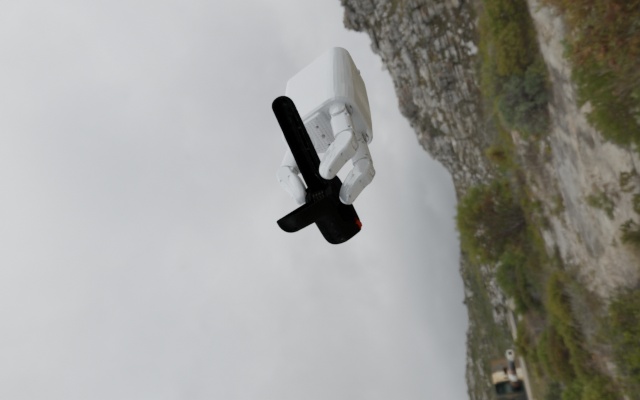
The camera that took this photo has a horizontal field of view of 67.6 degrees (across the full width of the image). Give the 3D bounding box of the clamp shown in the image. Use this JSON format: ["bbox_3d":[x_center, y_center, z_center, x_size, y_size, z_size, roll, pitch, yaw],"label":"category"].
[{"bbox_3d":[0.000,0.002,0.557,0.036,0.164,0.210,-16,-39,19],"label":"clamp"}]
